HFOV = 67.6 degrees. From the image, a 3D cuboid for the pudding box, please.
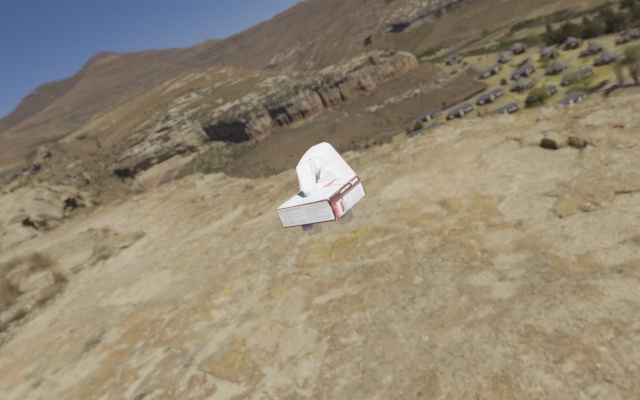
[{"bbox_3d":[0.000,0.002,0.736,0.113,0.039,0.090,-13,19,41],"label":"pudding box"}]
